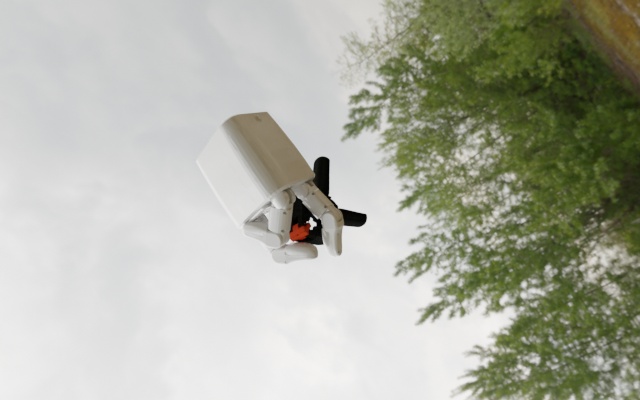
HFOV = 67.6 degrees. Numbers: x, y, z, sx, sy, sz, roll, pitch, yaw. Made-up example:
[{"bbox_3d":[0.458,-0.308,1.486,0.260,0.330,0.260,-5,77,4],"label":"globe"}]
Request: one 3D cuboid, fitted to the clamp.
[{"bbox_3d":[0.000,0.003,0.654,0.039,0.120,0.171,-38,-6,28],"label":"clamp"}]
